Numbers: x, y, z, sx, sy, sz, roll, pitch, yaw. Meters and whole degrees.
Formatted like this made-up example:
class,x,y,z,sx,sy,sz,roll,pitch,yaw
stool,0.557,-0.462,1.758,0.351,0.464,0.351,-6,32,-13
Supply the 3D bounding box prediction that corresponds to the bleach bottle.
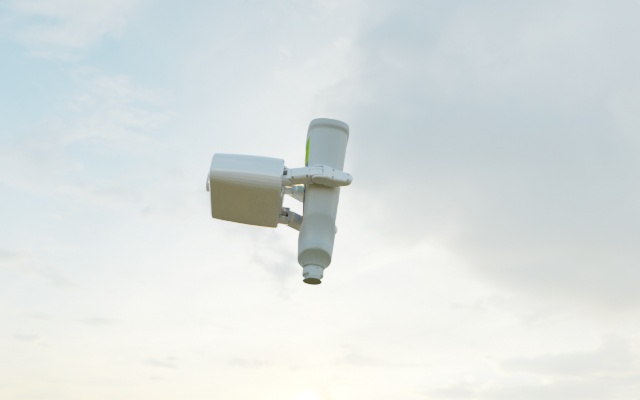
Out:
class,x,y,z,sx,sy,sz,roll,pitch,yaw
bleach bottle,0.000,0.002,0.727,0.068,0.250,0.103,7,-30,-3
